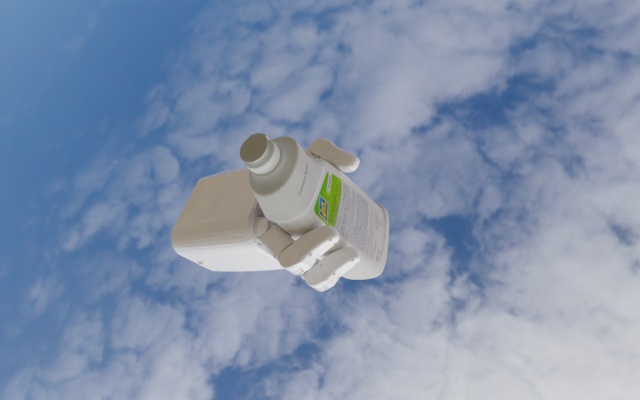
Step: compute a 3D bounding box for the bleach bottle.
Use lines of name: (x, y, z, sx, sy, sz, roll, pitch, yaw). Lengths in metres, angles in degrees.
bleach bottle: (0.000, 0.002, 0.499, 0.068, 0.102, 0.251, -7, -28, 26)
